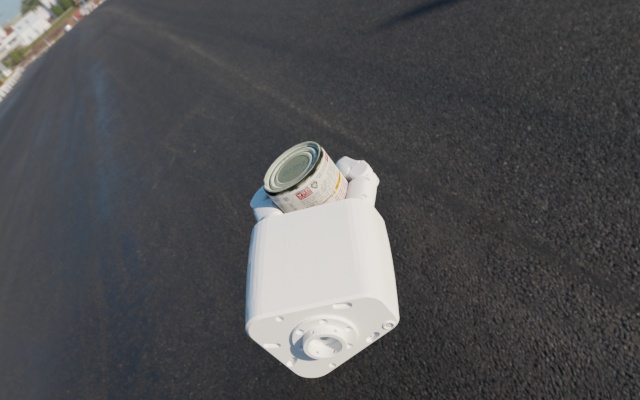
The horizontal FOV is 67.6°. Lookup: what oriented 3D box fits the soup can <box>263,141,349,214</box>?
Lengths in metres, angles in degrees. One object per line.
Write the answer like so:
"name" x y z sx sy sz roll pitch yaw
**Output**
"soup can" 0.000 0.001 0.465 0.068 0.068 0.102 0 -40 45
